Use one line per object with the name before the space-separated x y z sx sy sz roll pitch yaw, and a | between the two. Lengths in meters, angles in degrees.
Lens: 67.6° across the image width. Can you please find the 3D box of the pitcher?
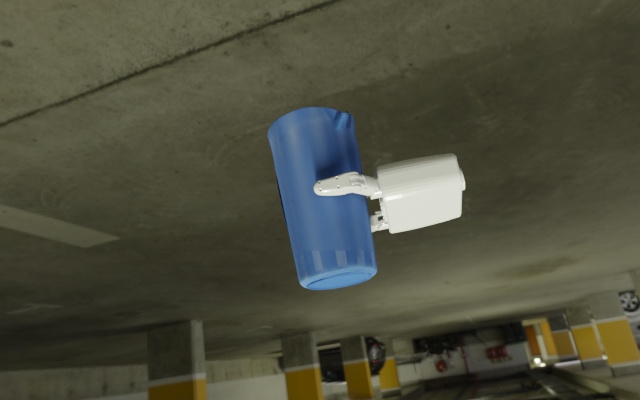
pitcher | 0.000 0.002 0.692 0.145 0.242 0.149 -12 -20 7
